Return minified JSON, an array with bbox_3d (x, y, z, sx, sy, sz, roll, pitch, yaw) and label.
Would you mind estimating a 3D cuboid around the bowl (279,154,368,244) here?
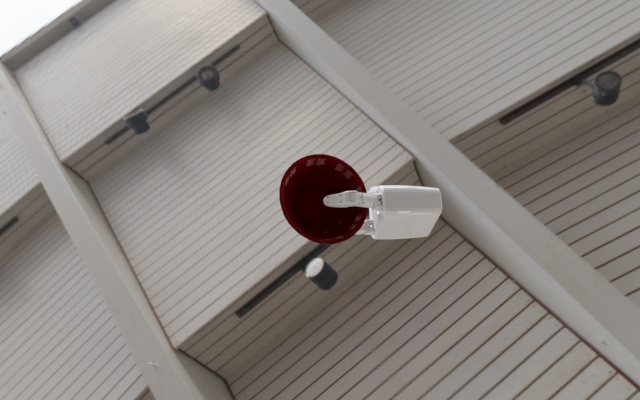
[{"bbox_3d":[-0.001,0.002,0.840,0.162,0.162,0.055,0,-17,-19],"label":"bowl"}]
